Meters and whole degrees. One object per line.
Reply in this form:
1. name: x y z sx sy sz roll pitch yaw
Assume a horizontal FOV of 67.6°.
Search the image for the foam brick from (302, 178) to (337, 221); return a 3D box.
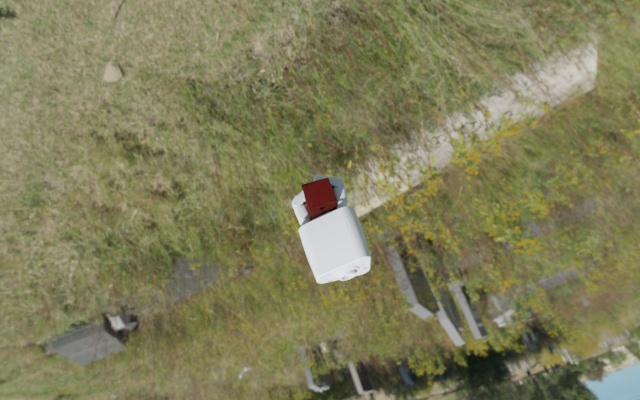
1. foam brick: 0.000 0.003 0.889 0.053 0.051 0.078 -17 -27 -4
